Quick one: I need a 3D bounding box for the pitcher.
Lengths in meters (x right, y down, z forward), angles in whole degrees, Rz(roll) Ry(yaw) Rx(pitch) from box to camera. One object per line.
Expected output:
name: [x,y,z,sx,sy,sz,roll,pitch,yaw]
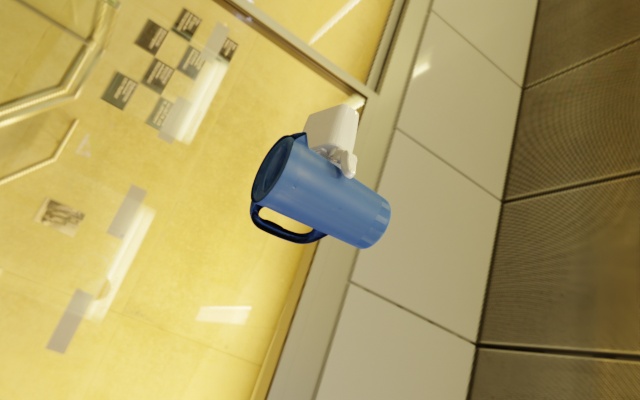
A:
pitcher: [0.000,0.003,0.864,0.243,0.145,0.149,29,-34,-24]
